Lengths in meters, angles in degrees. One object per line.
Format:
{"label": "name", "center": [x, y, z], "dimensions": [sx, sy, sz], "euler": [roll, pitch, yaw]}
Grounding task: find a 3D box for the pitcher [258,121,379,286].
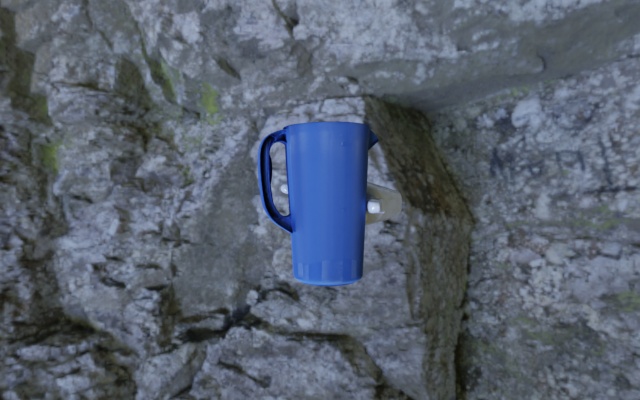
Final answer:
{"label": "pitcher", "center": [0.000, 0.002, 0.731], "dimensions": [0.149, 0.243, 0.145], "euler": [0, 1, 28]}
